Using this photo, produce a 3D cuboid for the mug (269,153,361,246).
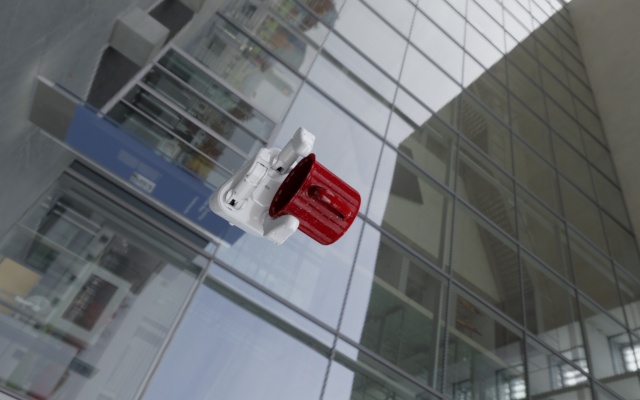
[{"bbox_3d":[0.001,0.002,0.577,0.081,0.093,0.117,35,-14,-17],"label":"mug"}]
